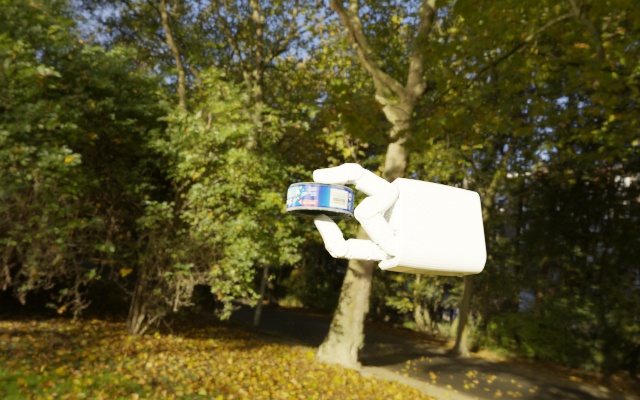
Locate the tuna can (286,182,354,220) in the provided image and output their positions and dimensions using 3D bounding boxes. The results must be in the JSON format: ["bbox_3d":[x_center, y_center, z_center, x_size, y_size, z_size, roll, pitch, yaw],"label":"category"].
[{"bbox_3d":[0.000,0.001,0.606,0.086,0.033,0.086,4,-10,1],"label":"tuna can"}]
